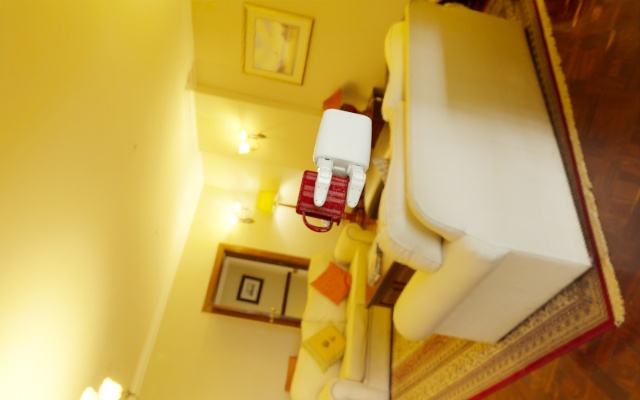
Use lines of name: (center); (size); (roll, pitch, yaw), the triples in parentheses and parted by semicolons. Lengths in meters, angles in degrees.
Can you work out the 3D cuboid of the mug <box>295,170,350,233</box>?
mug: (0.000, 0.004, 0.844); (0.081, 0.117, 0.093); (12, -28, -4)
